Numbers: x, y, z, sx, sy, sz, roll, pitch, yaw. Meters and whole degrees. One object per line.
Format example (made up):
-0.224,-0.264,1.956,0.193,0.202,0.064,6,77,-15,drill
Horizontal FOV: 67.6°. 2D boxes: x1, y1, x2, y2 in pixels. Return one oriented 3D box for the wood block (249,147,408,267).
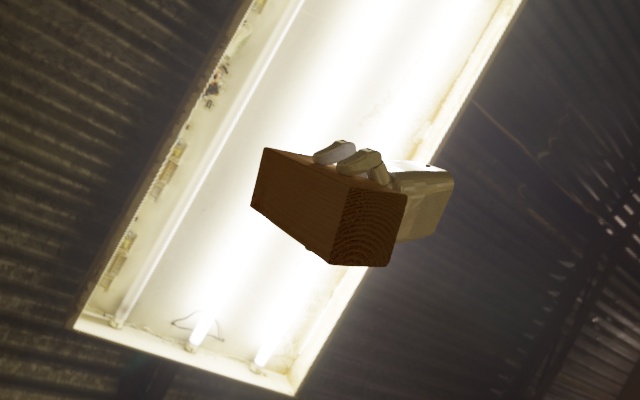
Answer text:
0.000,0.002,0.606,0.090,0.091,0.206,7,13,-35,wood block
